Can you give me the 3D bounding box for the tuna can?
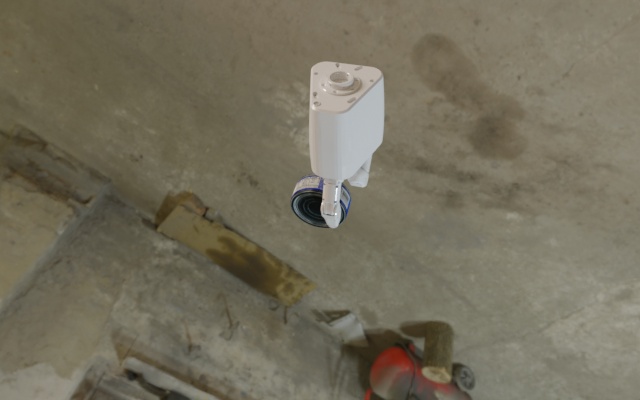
[{"bbox_3d":[0.000,0.003,0.698,0.086,0.033,0.086,11,-39,9],"label":"tuna can"}]
